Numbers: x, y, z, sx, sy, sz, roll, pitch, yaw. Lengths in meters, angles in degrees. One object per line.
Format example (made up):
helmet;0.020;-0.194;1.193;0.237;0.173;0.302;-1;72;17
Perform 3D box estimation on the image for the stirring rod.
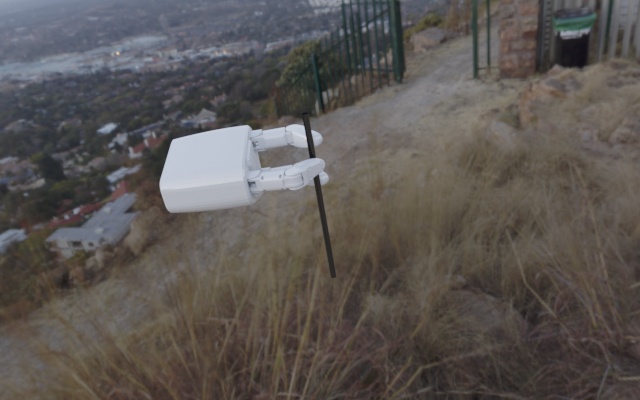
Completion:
stirring rod;0.000;0.002;0.624;0.011;0.240;0.011;-8;27;4
